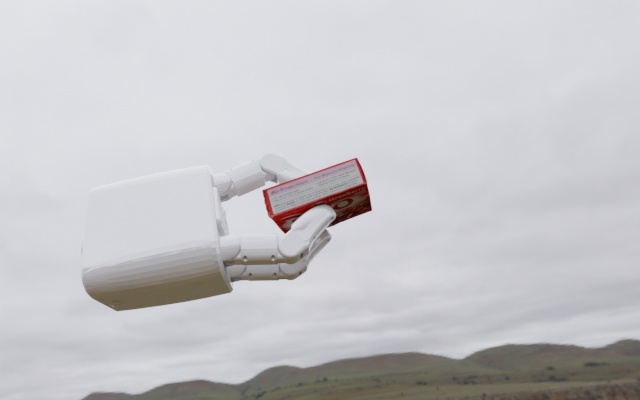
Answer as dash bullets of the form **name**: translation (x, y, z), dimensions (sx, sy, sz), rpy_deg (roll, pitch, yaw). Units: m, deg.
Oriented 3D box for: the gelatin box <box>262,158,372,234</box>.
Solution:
- **gelatin box**: translation (0.000, 0.001, 0.435), dimensions (0.089, 0.030, 0.073), rpy_deg (-20, -22, 2)
